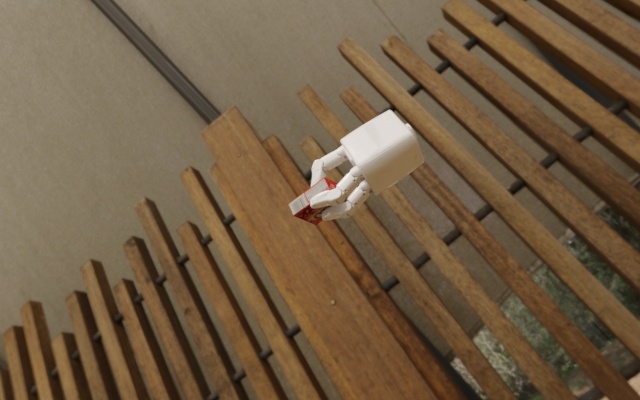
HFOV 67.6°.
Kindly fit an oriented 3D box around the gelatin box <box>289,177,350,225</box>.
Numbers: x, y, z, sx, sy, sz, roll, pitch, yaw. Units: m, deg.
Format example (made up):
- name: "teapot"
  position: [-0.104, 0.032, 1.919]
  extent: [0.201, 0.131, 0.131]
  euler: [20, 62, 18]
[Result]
- name: "gelatin box"
  position: [0.000, 0.003, 0.854]
  extent: [0.089, 0.030, 0.073]
  euler: [-36, -32, 19]
